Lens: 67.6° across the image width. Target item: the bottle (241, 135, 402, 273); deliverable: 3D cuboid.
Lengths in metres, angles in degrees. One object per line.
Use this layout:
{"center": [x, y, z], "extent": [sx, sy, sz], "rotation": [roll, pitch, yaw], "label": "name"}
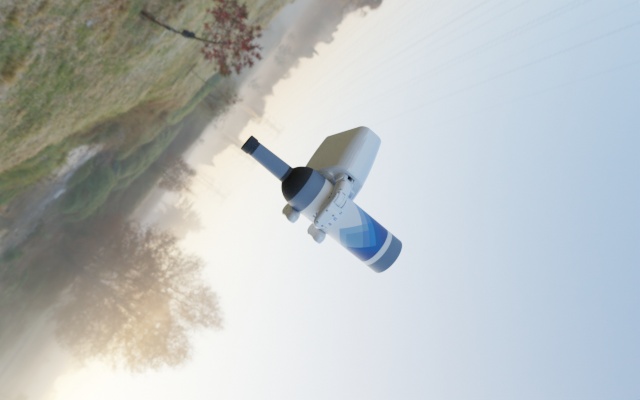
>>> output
{"center": [0.000, 0.003, 0.746], "extent": [0.296, 0.069, 0.069], "rotation": [39, -12, -15], "label": "bottle"}
